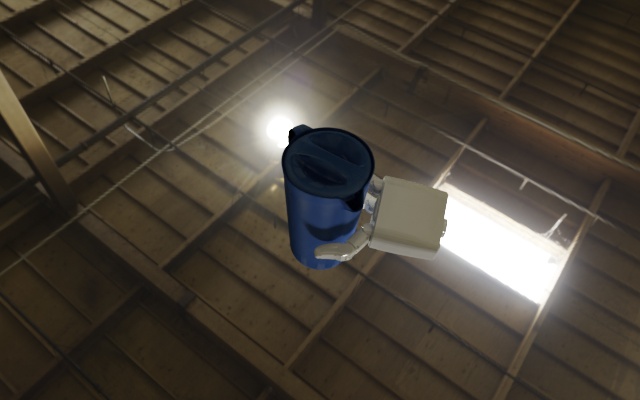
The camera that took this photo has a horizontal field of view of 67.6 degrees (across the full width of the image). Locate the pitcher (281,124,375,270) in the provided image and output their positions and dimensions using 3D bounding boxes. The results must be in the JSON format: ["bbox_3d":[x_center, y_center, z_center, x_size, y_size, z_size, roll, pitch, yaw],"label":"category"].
[{"bbox_3d":[0.000,0.003,0.772,0.145,0.149,0.243,13,-36,5],"label":"pitcher"}]
